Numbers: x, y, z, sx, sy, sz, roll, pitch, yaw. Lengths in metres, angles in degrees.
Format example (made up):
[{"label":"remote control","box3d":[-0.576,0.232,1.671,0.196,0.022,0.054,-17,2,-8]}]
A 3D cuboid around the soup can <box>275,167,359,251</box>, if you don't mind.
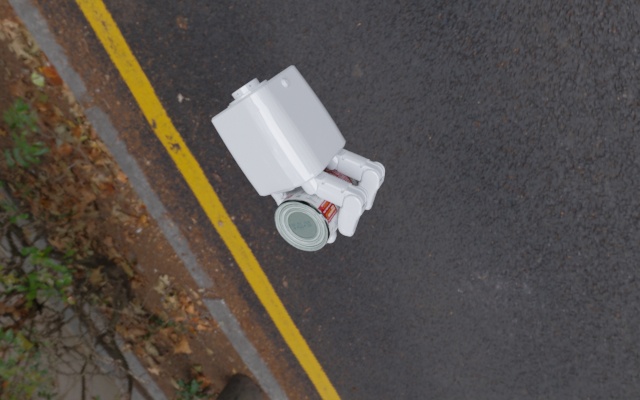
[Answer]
[{"label":"soup can","box3d":[0.000,0.002,0.549,0.068,0.068,0.102,0,32,30]}]
